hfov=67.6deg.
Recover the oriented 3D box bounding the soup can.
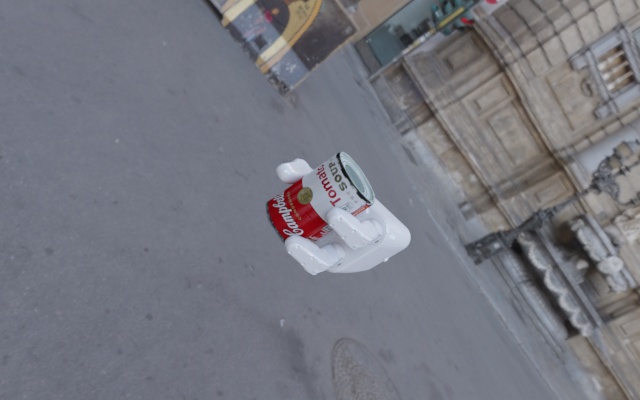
[{"bbox_3d":[0.000,0.001,0.522,0.102,0.068,0.068,-34,-12,18],"label":"soup can"}]
